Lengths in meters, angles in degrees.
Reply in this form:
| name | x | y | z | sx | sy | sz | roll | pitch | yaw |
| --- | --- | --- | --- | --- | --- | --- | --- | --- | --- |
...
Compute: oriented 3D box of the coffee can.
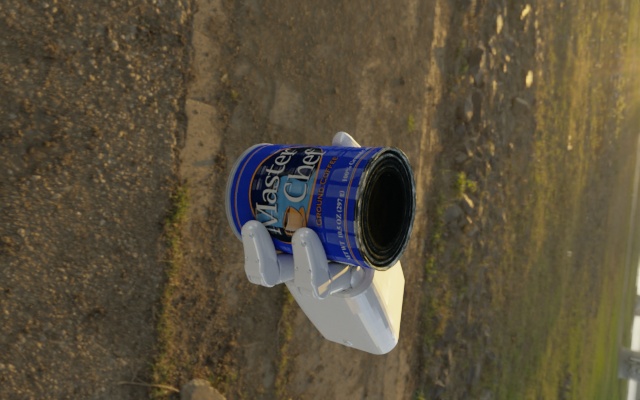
| name | x | y | z | sx | sy | sz | roll | pitch | yaw |
| --- | --- | --- | --- | --- | --- | --- | --- | --- | --- |
| coffee can | 0.000 | 0.001 | 0.429 | 0.140 | 0.103 | 0.103 | 6 | 3 | 35 |
